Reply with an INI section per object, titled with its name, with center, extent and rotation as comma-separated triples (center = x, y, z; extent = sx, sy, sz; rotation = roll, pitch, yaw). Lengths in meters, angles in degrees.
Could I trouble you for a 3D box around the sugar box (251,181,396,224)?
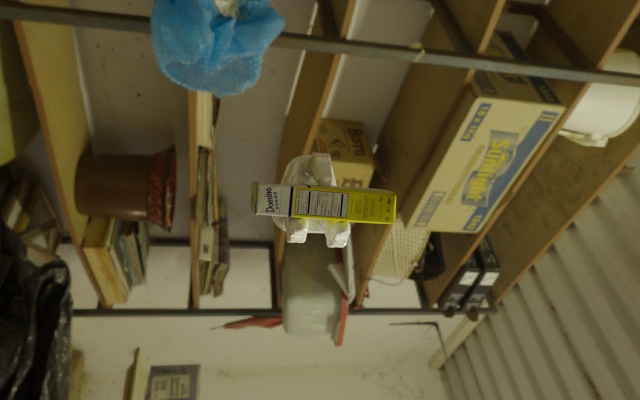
[sugar box]
center = 0.000, 0.003, 0.619
extent = 0.176, 0.048, 0.093
rotation = 2, 2, -11
